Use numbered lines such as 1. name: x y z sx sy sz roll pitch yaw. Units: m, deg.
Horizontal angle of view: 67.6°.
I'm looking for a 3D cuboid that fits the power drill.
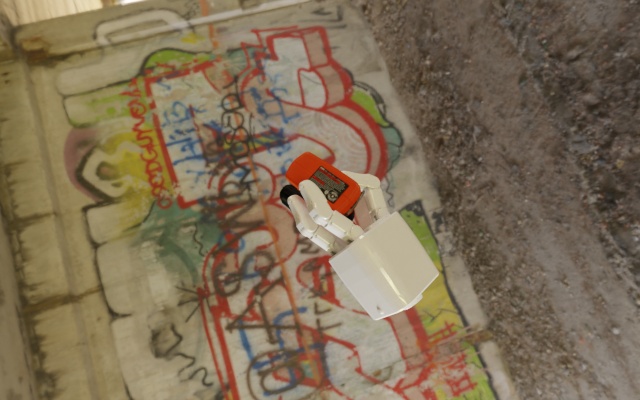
1. power drill: 0.000 0.002 0.727 0.184 0.057 0.188 33 -15 18
